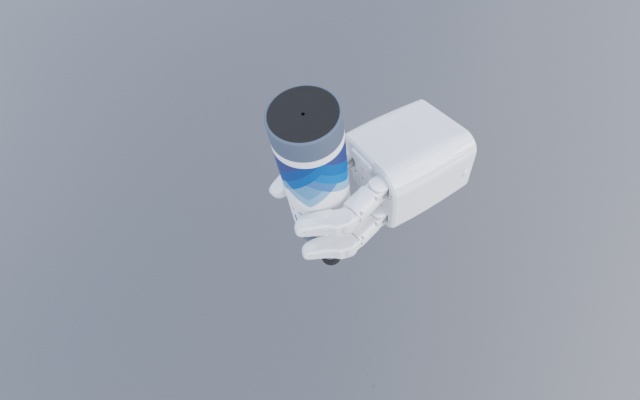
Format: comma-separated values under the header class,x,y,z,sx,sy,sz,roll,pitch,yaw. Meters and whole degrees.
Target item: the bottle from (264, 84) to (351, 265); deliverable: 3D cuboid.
class,x,y,z,sx,sy,sz,roll,pitch,yaw
bottle,0.000,0.002,0.523,0.069,0.069,0.296,0,-30,7
